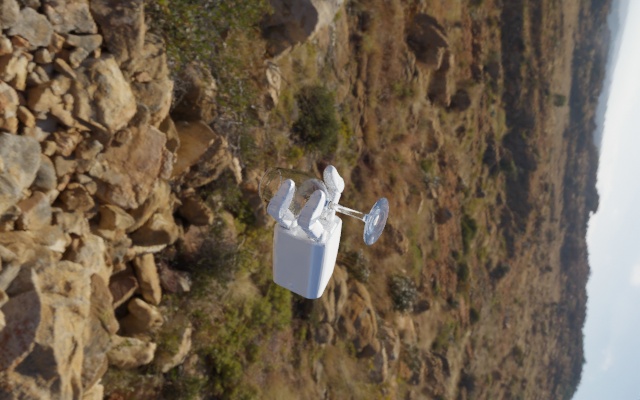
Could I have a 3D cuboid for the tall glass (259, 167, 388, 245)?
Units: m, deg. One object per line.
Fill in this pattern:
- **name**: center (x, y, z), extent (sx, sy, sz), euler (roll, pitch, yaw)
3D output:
- **tall glass**: center (0.001, 0.003, 0.750), extent (0.201, 0.079, 0.079), euler (20, 9, 27)
